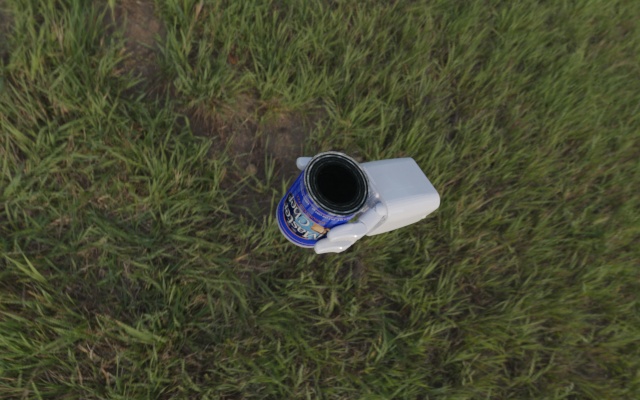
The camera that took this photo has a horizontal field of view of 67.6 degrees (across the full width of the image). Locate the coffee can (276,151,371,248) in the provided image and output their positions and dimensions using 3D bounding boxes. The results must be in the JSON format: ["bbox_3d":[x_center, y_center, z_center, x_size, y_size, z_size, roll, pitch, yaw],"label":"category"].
[{"bbox_3d":[0.000,0.002,0.733,0.103,0.102,0.140,0,-23,-23],"label":"coffee can"}]
